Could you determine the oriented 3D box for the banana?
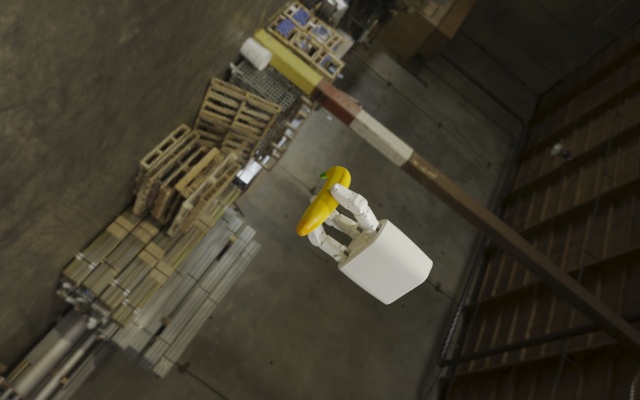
[{"bbox_3d":[0.013,-0.010,0.766,0.070,0.037,0.197,-42,11,29],"label":"banana"}]
